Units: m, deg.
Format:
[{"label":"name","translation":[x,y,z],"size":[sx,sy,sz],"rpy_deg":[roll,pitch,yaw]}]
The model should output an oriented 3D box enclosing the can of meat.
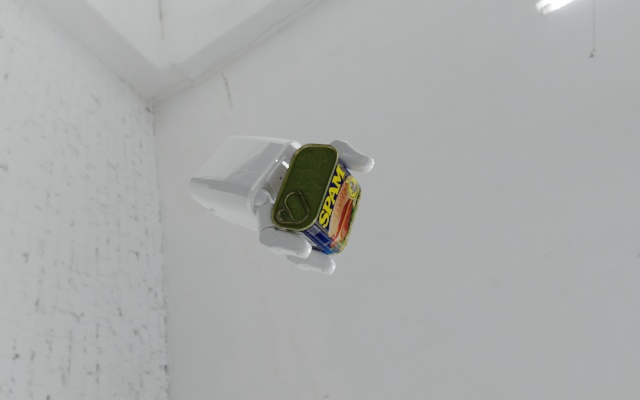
[{"label":"can of meat","translation":[0.000,0.002,0.535],"size":[0.057,0.102,0.084],"rpy_deg":[7,-23,31]}]
